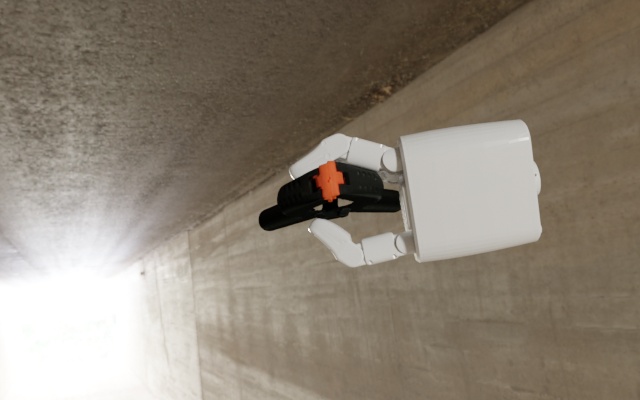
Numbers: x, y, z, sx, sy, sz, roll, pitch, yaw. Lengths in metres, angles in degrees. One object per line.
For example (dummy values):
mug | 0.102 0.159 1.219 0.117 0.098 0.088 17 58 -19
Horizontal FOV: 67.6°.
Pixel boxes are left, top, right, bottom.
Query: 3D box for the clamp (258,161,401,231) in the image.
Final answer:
clamp | 0.000 0.002 0.456 0.164 0.036 0.210 -11 -8 7
